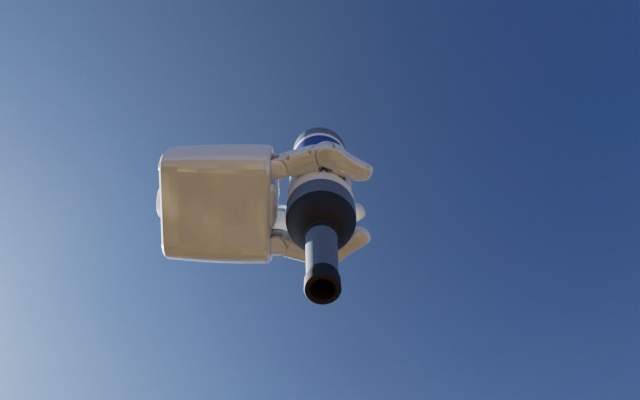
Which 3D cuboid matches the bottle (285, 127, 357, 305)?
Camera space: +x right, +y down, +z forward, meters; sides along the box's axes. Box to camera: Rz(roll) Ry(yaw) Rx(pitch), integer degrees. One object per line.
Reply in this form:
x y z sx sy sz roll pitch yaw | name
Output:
0.000 0.001 0.478 0.069 0.069 0.295 0 26 -1 | bottle
